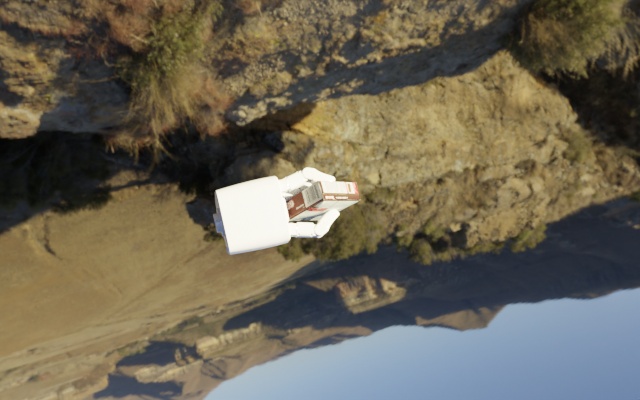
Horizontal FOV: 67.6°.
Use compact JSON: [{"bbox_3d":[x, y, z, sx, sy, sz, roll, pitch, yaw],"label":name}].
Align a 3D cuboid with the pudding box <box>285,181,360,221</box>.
[{"bbox_3d":[0.000,0.003,0.843,0.090,0.039,0.113,-1,-19,-41],"label":"pudding box"}]
